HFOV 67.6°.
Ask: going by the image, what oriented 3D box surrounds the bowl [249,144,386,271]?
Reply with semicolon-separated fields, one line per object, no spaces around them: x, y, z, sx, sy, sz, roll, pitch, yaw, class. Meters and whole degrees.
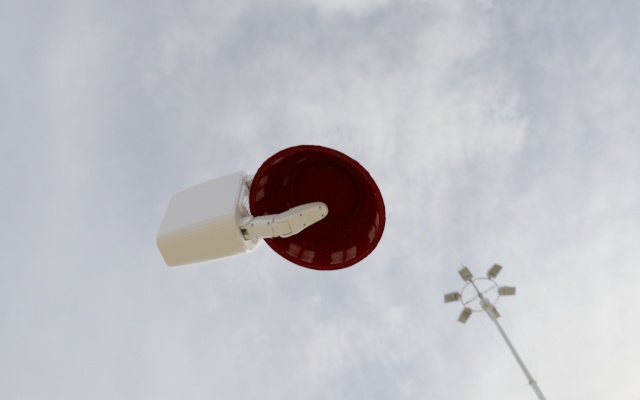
0.001;0.002;0.566;0.162;0.162;0.055;0;26;16;bowl
